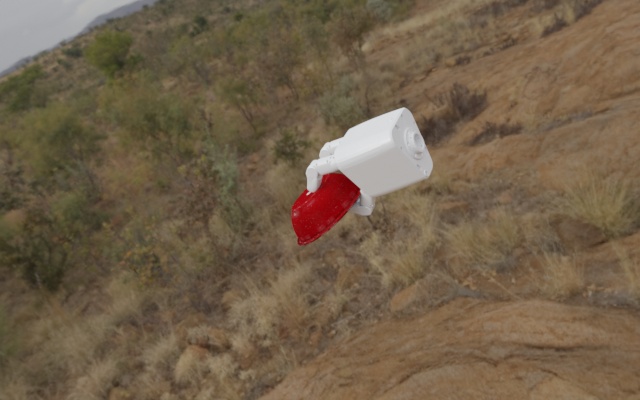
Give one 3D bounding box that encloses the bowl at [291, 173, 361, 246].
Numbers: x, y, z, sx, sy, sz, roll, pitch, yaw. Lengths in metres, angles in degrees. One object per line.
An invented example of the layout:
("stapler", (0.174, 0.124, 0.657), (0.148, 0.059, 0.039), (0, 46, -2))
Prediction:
("bowl", (-0.001, 0.003, 0.841), (0.055, 0.162, 0.162), (45, -12, -12))
